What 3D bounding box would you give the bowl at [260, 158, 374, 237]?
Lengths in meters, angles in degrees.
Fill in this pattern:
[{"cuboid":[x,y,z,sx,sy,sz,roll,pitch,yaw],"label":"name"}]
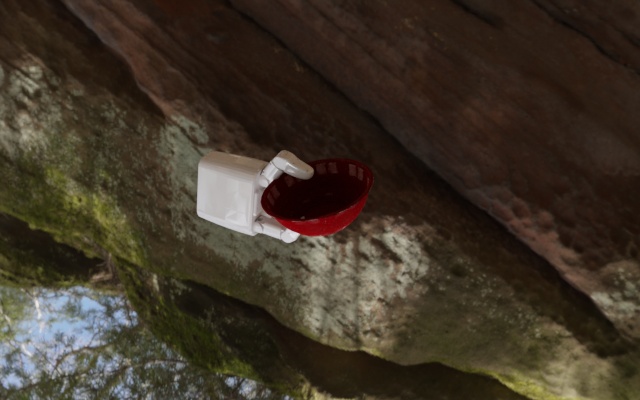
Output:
[{"cuboid":[0.001,0.003,0.677,0.162,0.055,0.162,-11,31,7],"label":"bowl"}]
